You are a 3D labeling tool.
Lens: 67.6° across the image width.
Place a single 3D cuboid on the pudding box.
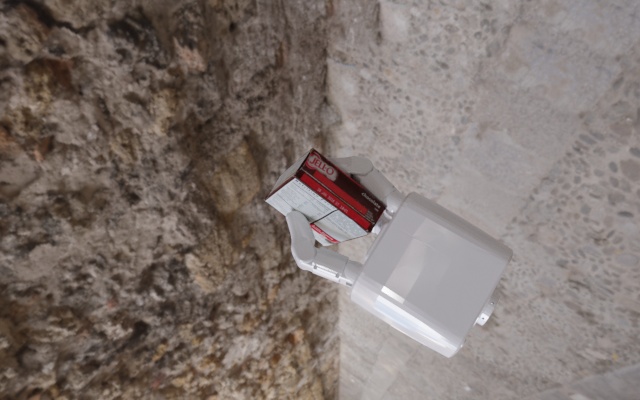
[{"bbox_3d":[0.000,0.002,0.477,0.090,0.039,0.113,38,-23,-10],"label":"pudding box"}]
